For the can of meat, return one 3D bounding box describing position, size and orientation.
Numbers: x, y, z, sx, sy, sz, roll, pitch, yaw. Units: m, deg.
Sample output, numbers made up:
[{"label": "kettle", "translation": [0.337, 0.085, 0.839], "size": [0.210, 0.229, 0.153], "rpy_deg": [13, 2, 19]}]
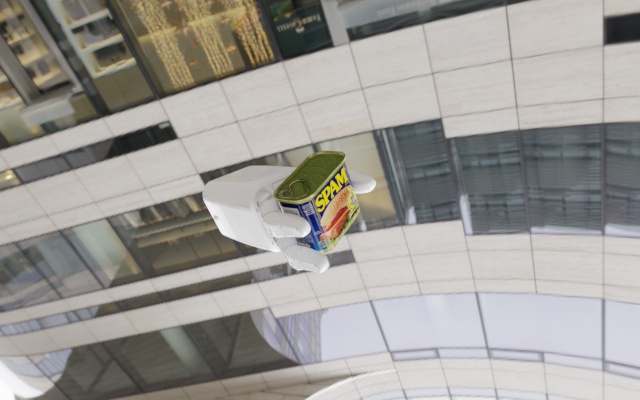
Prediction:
[{"label": "can of meat", "translation": [0.000, 0.002, 0.582], "size": [0.057, 0.084, 0.102], "rpy_deg": [6, 41, 36]}]
